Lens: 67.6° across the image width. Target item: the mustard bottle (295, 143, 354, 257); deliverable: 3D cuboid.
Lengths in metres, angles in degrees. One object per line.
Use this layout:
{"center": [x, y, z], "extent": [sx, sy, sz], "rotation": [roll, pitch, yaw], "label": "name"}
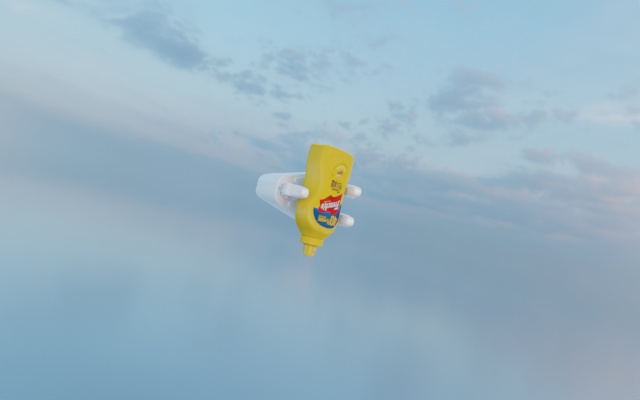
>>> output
{"center": [0.000, 0.003, 0.833], "extent": [0.058, 0.191, 0.096], "rotation": [13, -2, 36], "label": "mustard bottle"}
